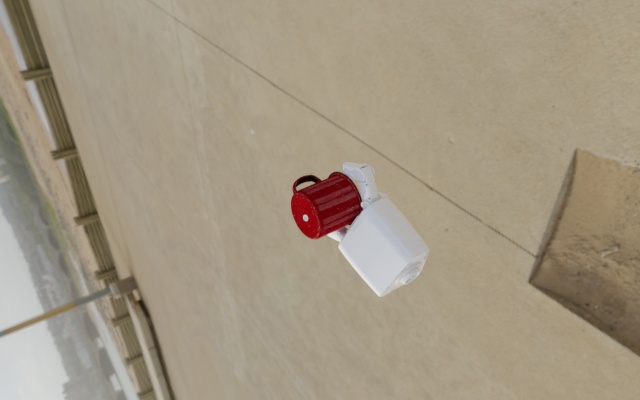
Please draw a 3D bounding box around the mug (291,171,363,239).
[{"bbox_3d":[-0.001,0.002,0.759,0.081,0.117,0.093,-23,-31,-30],"label":"mug"}]
